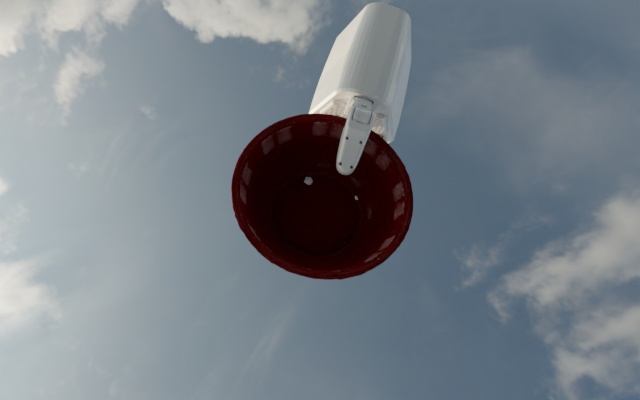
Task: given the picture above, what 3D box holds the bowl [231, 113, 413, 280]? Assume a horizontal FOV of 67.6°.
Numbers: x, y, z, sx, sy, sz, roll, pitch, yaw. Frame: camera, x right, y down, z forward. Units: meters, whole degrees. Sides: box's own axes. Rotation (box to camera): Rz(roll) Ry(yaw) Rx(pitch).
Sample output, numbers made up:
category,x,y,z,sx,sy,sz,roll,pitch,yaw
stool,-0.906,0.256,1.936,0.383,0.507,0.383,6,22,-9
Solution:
category,x,y,z,sx,sy,sz,roll,pitch,yaw
bowl,-0.001,0.003,0.441,0.162,0.162,0.055,0,-25,-9
